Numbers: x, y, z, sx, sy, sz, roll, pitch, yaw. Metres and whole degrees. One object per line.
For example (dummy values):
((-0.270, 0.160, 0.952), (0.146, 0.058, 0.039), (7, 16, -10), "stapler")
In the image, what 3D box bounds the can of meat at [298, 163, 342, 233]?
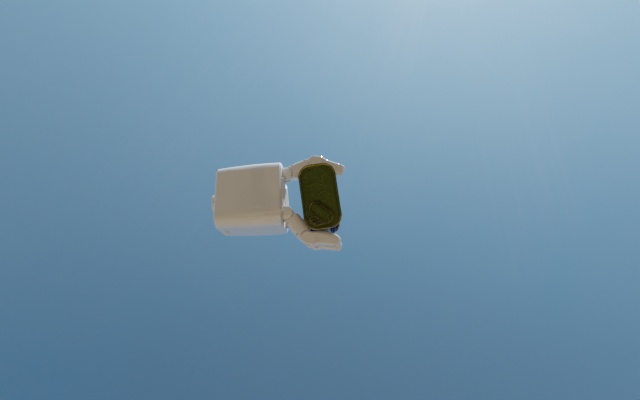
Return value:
((0.000, 0.002, 0.755), (0.057, 0.102, 0.084), (-8, -14, 0), "can of meat")
